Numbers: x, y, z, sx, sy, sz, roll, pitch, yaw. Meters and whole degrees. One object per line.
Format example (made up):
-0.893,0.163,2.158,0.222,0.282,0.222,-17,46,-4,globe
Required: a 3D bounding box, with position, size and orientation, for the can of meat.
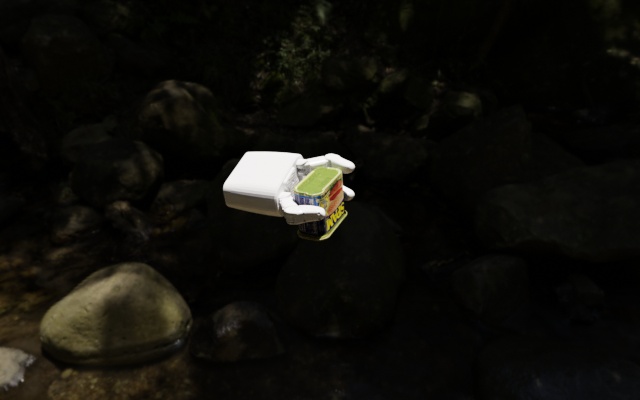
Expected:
0.000,0.002,0.780,0.057,0.084,0.102,9,32,26,can of meat
